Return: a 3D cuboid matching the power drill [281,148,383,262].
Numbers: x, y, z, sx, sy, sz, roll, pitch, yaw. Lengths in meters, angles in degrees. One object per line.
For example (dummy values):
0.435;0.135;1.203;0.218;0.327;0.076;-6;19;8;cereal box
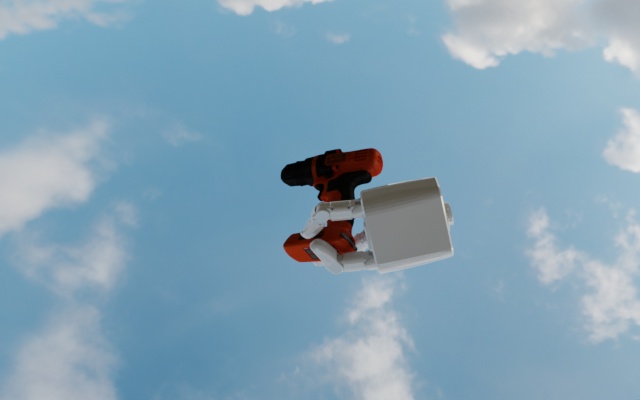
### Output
0.000;0.003;0.749;0.184;0.187;0.057;-8;-38;30;power drill
